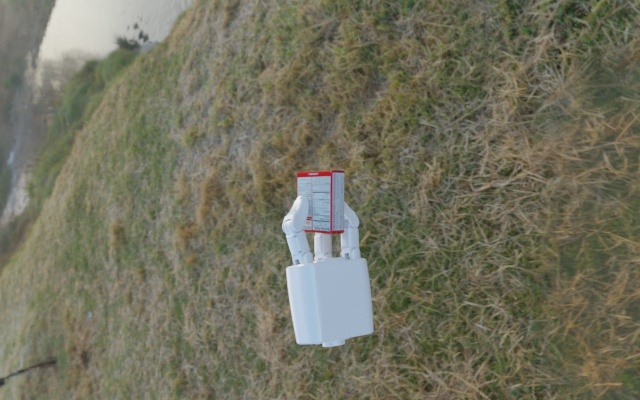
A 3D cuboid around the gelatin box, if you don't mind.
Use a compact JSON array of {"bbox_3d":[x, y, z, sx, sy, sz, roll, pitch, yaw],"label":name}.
[{"bbox_3d":[0.000,0.002,0.684,0.030,0.089,0.073,-2,2,-43],"label":"gelatin box"}]
